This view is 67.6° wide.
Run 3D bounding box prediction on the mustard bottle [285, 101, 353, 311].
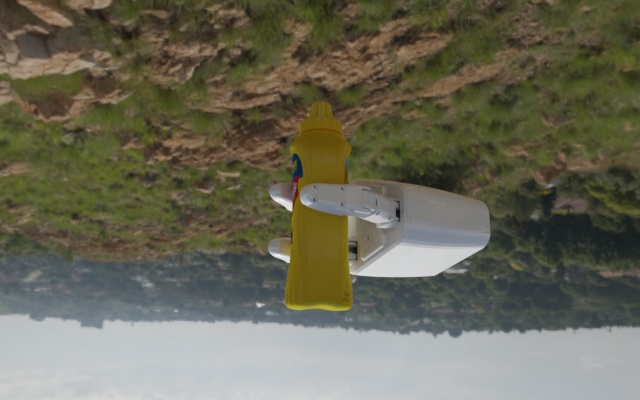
[{"bbox_3d":[0.000,0.002,0.433,0.058,0.191,0.096,2,-13,-2],"label":"mustard bottle"}]
